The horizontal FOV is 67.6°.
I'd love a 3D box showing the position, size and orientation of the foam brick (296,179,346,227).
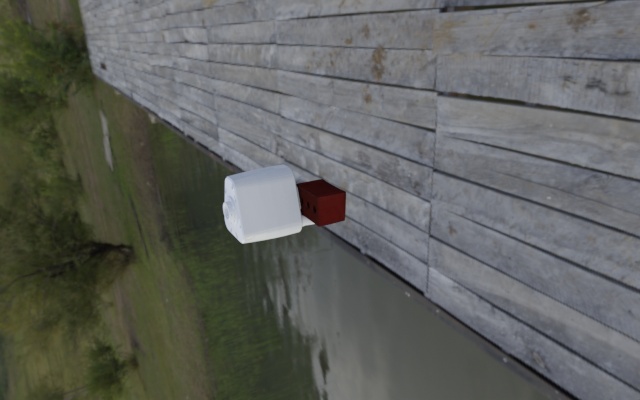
[{"bbox_3d":[0.000,0.003,0.788,0.051,0.053,0.078,-12,23,-27],"label":"foam brick"}]
